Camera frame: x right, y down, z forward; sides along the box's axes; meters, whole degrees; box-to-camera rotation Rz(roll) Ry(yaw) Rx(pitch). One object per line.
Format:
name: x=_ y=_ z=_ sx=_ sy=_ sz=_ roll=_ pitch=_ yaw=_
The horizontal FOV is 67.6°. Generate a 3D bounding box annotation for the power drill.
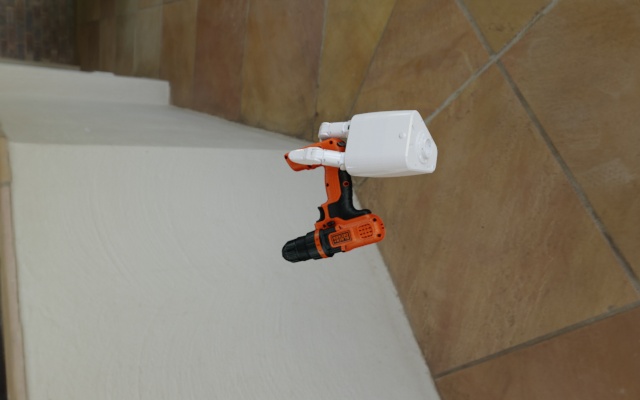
power drill: x=0.000 y=0.002 z=0.801 sx=0.184 sy=0.187 sz=0.057 roll=-17 pitch=-3 yaw=18
